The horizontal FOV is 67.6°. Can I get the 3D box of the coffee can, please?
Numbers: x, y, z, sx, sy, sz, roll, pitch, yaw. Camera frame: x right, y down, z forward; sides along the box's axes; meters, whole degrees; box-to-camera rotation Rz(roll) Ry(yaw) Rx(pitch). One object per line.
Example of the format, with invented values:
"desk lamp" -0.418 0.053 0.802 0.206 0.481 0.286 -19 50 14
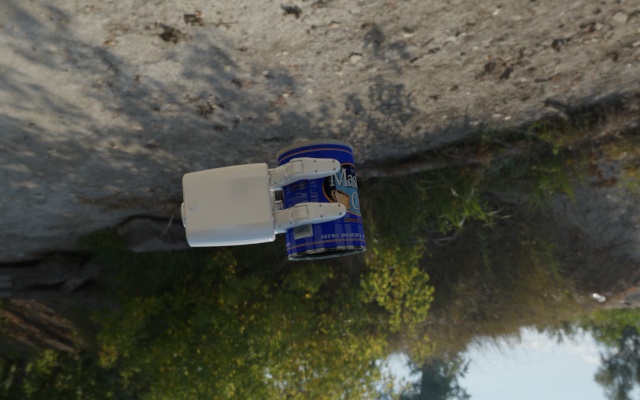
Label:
"coffee can" 0.000 0.002 0.629 0.103 0.140 0.103 -7 -11 -1
